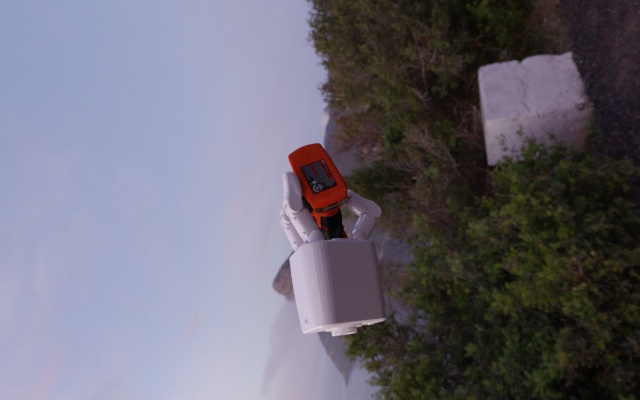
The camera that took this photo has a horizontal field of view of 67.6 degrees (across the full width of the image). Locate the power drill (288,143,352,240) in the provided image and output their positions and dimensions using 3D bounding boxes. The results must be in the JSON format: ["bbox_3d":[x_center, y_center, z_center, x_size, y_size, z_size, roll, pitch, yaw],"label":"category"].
[{"bbox_3d":[0.000,0.002,0.721,0.057,0.184,0.188,-25,-34,-8],"label":"power drill"}]
